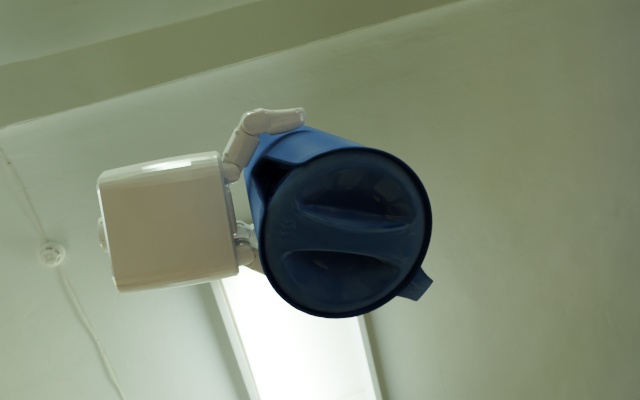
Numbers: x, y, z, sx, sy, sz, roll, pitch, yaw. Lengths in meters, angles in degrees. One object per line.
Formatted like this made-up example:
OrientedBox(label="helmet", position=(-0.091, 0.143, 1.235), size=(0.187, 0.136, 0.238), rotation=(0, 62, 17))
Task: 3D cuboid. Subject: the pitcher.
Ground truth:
OrientedBox(label="pitcher", position=(0.000, 0.001, 0.454), size=(0.145, 0.149, 0.242), rotation=(-10, 19, -12))
